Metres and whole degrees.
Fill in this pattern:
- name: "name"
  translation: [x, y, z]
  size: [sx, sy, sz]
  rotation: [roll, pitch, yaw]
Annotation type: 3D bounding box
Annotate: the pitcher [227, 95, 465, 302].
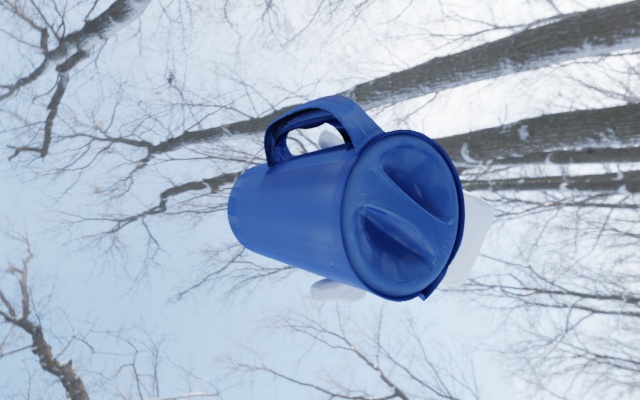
- name: "pitcher"
  translation: [0.000, 0.002, 0.459]
  size: [0.145, 0.149, 0.243]
  rotation: [14, -7, -34]
